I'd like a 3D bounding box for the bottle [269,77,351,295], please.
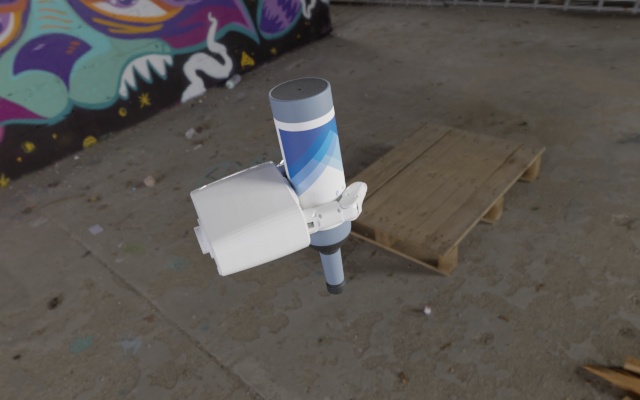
[{"bbox_3d":[0.000,0.002,0.589,0.069,0.296,0.069,-7,34,5],"label":"bottle"}]
